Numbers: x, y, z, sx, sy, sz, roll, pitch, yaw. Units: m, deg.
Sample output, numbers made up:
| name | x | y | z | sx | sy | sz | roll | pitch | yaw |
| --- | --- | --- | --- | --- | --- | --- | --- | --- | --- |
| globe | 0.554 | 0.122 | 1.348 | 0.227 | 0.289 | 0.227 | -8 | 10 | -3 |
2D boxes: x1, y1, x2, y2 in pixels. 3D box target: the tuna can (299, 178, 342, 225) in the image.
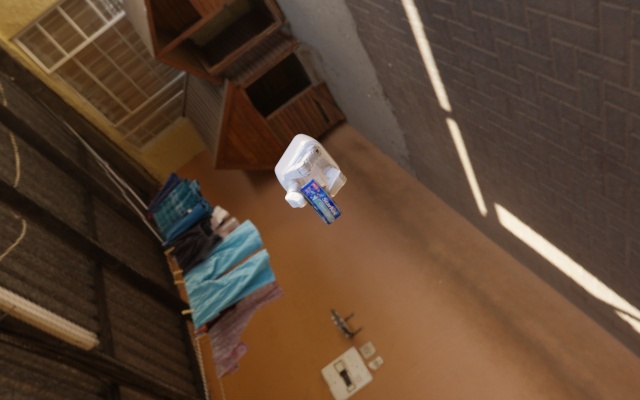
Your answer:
| name | x | y | z | sx | sy | sz | roll | pitch | yaw |
| --- | --- | --- | --- | --- | --- | --- | --- | --- | --- |
| tuna can | 0.000 | 0.003 | 0.867 | 0.034 | 0.086 | 0.086 | -39 | 3 | -4 |
